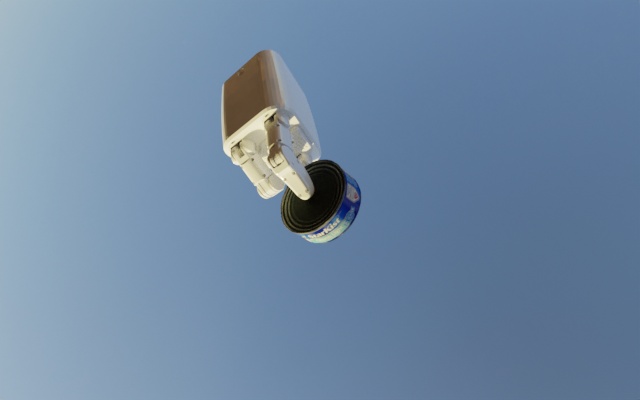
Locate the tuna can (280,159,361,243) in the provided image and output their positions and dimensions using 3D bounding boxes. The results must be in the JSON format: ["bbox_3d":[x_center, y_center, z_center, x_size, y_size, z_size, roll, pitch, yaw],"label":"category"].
[{"bbox_3d":[0.000,0.002,0.509,0.086,0.086,0.034,0,-25,42],"label":"tuna can"}]
